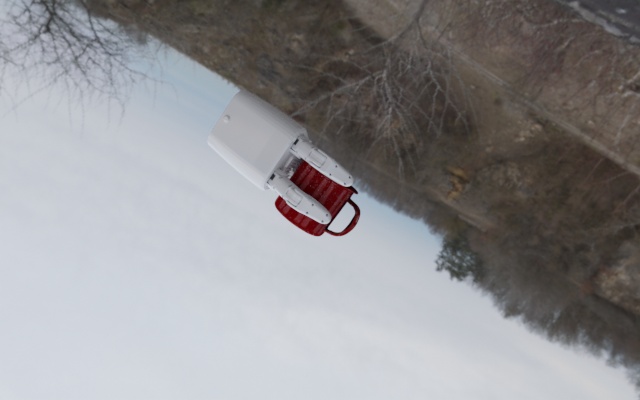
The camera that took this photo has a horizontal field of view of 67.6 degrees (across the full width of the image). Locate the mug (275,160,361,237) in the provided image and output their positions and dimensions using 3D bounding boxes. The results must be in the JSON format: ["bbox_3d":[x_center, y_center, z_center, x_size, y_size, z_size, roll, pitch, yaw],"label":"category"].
[{"bbox_3d":[0.001,0.003,0.650,0.117,0.081,0.093,38,8,14],"label":"mug"}]
